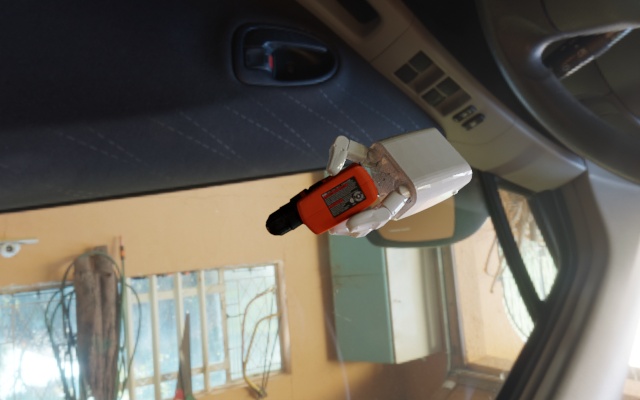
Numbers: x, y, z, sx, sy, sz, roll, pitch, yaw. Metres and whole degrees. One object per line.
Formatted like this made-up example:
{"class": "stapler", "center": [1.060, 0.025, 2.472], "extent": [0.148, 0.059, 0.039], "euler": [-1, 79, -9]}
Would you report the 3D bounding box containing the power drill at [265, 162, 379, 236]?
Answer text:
{"class": "power drill", "center": [0.000, 0.002, 0.696], "extent": [0.184, 0.057, 0.187], "euler": [-33, 7, -3]}
